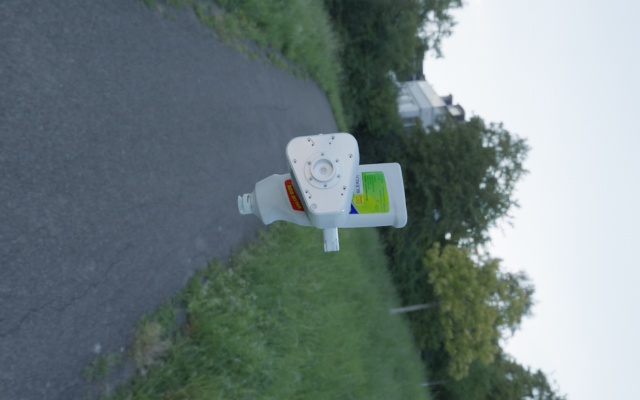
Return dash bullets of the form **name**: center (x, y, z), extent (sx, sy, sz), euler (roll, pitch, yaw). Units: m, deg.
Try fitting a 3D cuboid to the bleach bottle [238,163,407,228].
- **bleach bottle**: center (0.000, 0.002, 0.737), extent (0.251, 0.102, 0.068), euler (-6, -11, 1)
